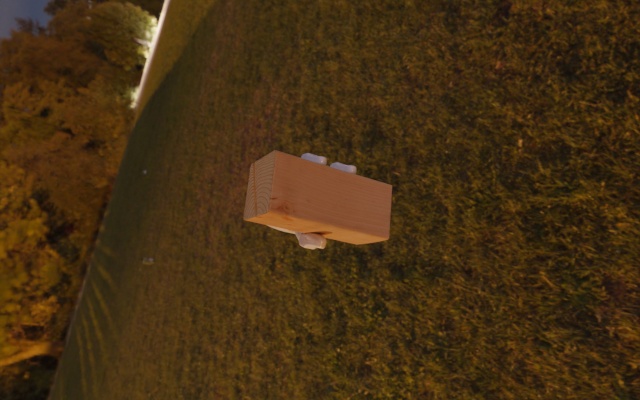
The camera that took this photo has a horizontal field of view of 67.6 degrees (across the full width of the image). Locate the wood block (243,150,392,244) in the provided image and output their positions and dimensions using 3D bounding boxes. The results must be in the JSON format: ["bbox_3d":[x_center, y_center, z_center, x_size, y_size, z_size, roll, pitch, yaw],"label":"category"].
[{"bbox_3d":[0.000,0.003,0.726,0.206,0.090,0.090,14,-17,-29],"label":"wood block"}]
